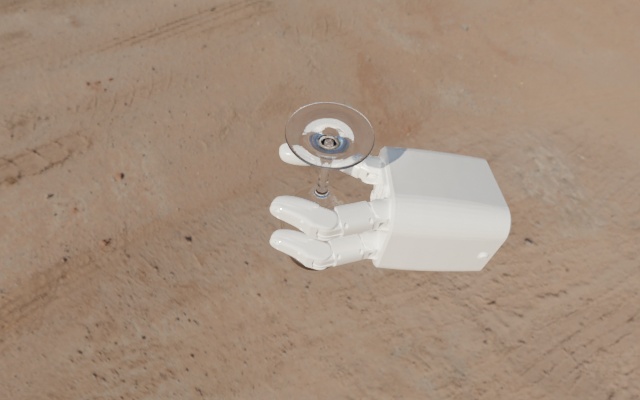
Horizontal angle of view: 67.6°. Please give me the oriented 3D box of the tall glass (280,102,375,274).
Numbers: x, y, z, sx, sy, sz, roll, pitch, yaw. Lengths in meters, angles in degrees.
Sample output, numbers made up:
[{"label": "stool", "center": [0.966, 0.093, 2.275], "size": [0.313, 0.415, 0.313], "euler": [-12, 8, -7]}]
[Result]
[{"label": "tall glass", "center": [0.000, 0.001, 0.472], "size": [0.079, 0.079, 0.201], "euler": [0, -34, -6]}]
